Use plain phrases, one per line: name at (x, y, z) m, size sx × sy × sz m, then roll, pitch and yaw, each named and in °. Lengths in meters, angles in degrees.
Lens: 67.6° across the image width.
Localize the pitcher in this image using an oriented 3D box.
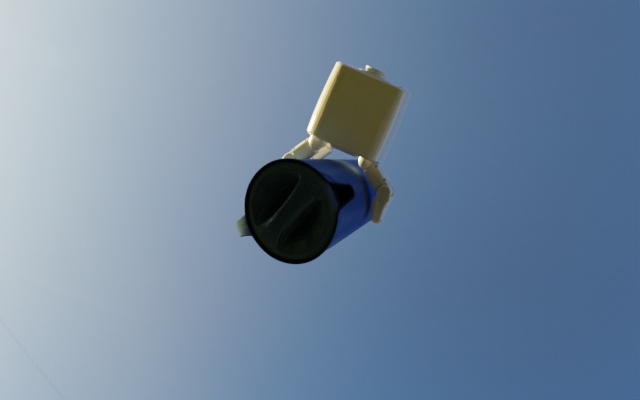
pitcher at (0.000, 0.002, 0.697) m, size 0.149 × 0.145 × 0.243 m, roll 28°, pitch 18°, yaw 19°
